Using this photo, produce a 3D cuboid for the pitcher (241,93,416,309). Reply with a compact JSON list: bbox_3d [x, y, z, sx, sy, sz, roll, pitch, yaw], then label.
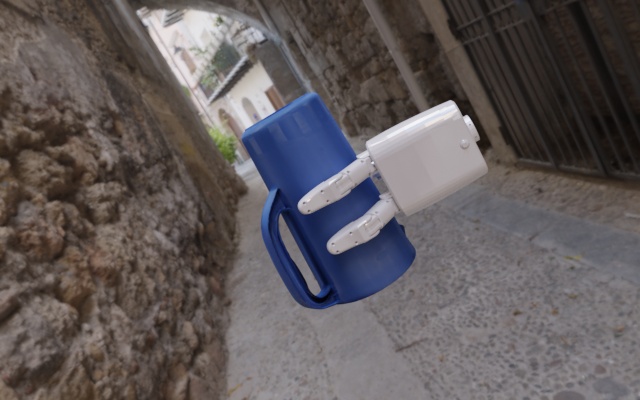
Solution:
[{"bbox_3d":[0.000,0.002,0.587,0.145,0.243,0.149,-28,12,13],"label":"pitcher"}]
